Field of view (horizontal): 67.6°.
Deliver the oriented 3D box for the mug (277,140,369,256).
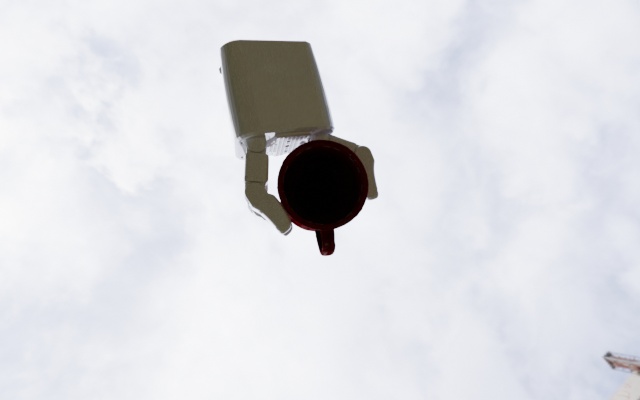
[{"bbox_3d":[0.000,0.003,0.516,0.093,0.117,0.081,-9,-8,-9],"label":"mug"}]
